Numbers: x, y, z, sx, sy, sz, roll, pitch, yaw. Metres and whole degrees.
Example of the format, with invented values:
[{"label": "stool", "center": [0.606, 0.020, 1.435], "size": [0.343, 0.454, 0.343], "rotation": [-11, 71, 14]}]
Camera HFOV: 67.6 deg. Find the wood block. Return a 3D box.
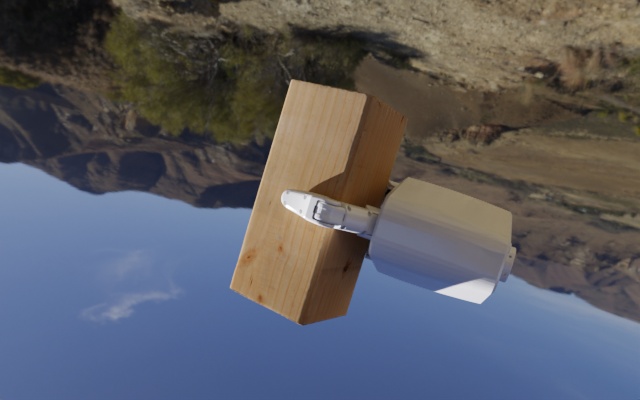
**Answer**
[{"label": "wood block", "center": [0.000, 0.002, 0.462], "size": [0.090, 0.206, 0.091], "rotation": [19, 4, 30]}]
